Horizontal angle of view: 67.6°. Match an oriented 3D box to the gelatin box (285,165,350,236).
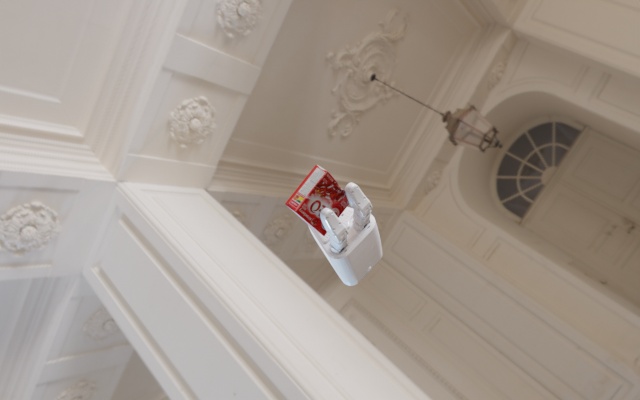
[{"bbox_3d":[0.000,0.002,0.698,0.030,0.073,0.089,34,-7,40],"label":"gelatin box"}]
